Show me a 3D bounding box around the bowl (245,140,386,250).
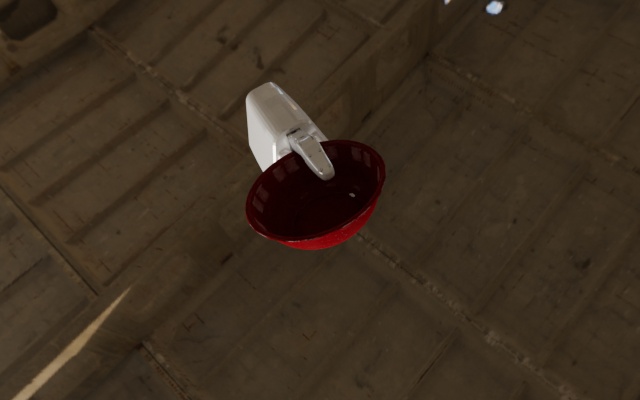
[{"bbox_3d":[0.000,0.003,0.537,0.162,0.055,0.162,-14,40,12],"label":"bowl"}]
